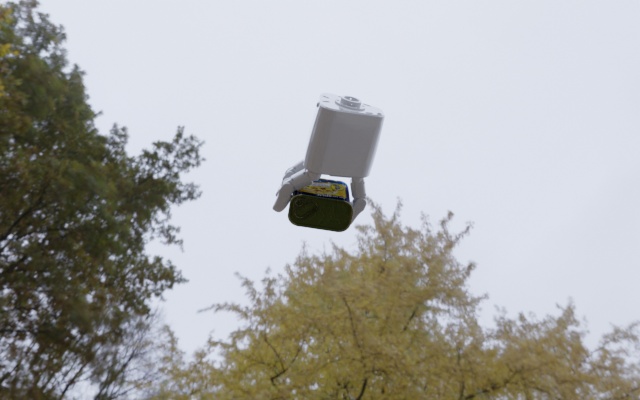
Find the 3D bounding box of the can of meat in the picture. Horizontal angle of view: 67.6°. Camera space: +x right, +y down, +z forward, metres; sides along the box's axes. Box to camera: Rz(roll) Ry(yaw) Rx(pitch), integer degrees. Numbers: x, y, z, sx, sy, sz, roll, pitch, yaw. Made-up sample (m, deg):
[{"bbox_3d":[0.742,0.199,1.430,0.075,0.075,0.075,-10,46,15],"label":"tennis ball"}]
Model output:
[{"bbox_3d":[0.000,0.003,0.791,0.102,0.057,0.084,8,27,-4],"label":"can of meat"}]
